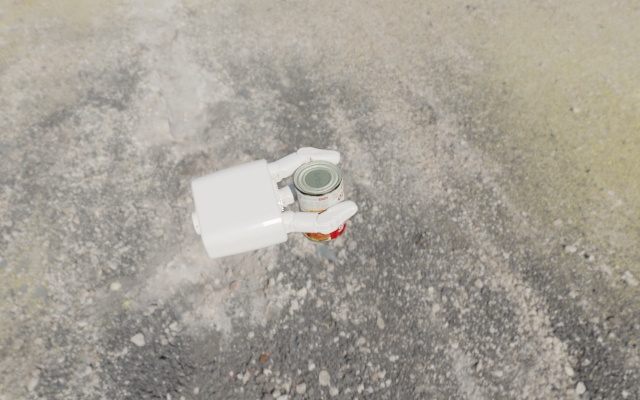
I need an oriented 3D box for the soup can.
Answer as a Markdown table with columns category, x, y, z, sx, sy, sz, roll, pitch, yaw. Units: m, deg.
| category | x | y | z | sx | sy | sz | roll | pitch | yaw |
| --- | --- | --- | --- | --- | --- | --- | --- | --- | --- |
| soup can | 0.001 | 0.002 | 0.668 | 0.068 | 0.068 | 0.102 | 0 | -42 | 7 |
